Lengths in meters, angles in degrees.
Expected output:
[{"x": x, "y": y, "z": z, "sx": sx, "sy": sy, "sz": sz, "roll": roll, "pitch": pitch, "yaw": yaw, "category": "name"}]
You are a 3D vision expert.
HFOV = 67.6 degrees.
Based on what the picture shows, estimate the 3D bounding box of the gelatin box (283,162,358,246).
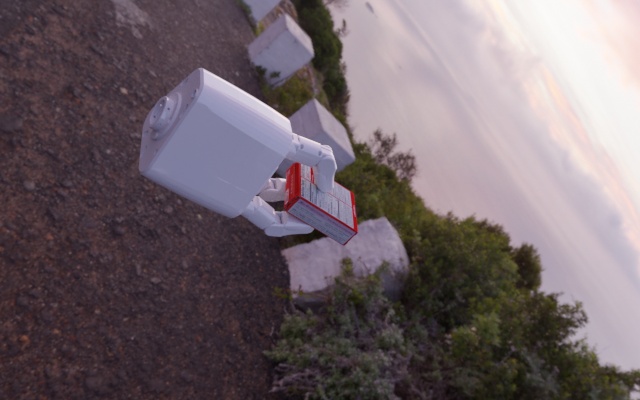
[{"x": 0.001, "y": 0.002, "z": 0.555, "sx": 0.089, "sy": 0.030, "sz": 0.073, "roll": 31, "pitch": 31, "yaw": -24, "category": "gelatin box"}]
